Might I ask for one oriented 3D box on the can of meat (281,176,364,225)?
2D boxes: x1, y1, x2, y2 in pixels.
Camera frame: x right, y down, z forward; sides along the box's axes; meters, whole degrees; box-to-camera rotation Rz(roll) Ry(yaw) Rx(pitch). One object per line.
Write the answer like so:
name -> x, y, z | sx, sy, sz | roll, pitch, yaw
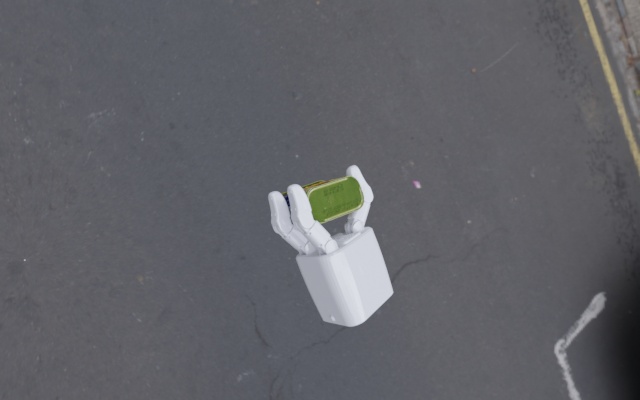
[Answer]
can of meat -> 0.000, 0.002, 0.691 | 0.102, 0.057, 0.084 | -20, 5, -32
